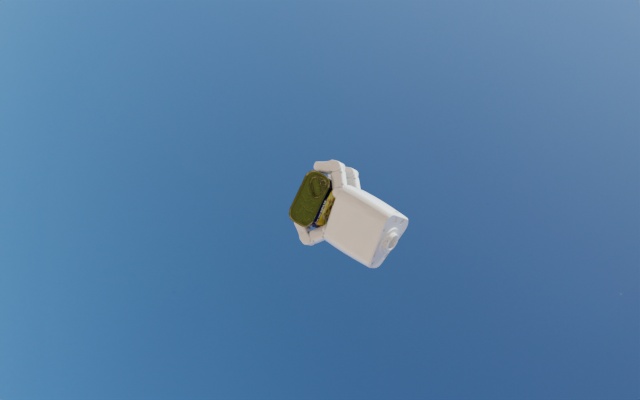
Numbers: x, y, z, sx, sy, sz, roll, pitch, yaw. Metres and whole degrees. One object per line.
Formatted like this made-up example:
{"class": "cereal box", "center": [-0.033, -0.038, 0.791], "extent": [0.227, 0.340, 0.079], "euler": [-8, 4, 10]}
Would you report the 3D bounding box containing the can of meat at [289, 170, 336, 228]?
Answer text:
{"class": "can of meat", "center": [0.000, 0.003, 0.892], "extent": [0.057, 0.102, 0.084], "euler": [29, 6, 33]}
